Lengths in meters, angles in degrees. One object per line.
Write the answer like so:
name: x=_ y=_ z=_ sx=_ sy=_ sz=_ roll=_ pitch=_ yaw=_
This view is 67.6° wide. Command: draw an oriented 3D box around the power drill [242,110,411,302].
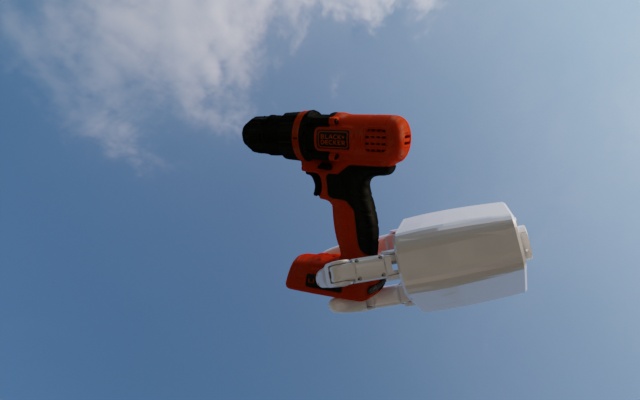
power drill: x=0.000 y=0.002 z=0.495 sx=0.184 sy=0.188 sz=0.057 roll=6 pitch=15 yaw=29
